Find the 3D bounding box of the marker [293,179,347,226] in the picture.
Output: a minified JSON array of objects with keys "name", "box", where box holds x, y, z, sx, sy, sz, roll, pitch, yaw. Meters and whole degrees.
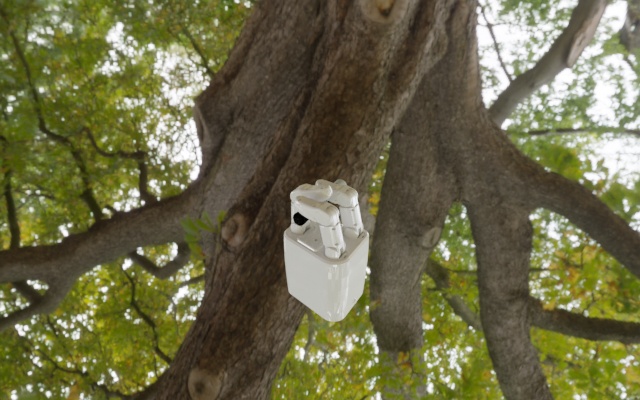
[{"name":"marker","box":[0.000,0.002,0.659,0.020,0.020,0.121,0,25,34]}]
